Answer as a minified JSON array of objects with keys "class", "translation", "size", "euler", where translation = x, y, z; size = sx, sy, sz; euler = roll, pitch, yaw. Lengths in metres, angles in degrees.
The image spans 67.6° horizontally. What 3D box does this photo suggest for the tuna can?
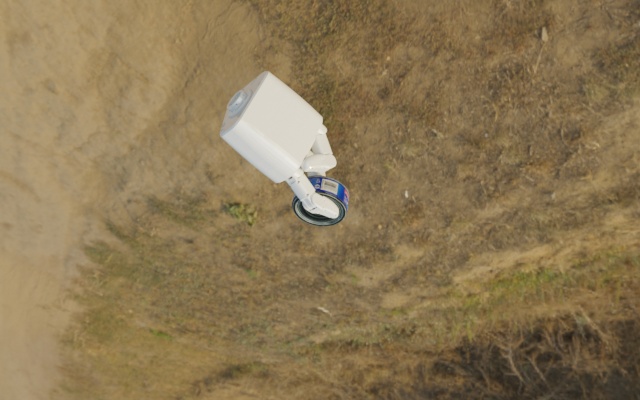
[{"class":"tuna can","translation":[0.000,0.003,0.729],"size":[0.086,0.033,0.086],"euler":[6,-39,5]}]
